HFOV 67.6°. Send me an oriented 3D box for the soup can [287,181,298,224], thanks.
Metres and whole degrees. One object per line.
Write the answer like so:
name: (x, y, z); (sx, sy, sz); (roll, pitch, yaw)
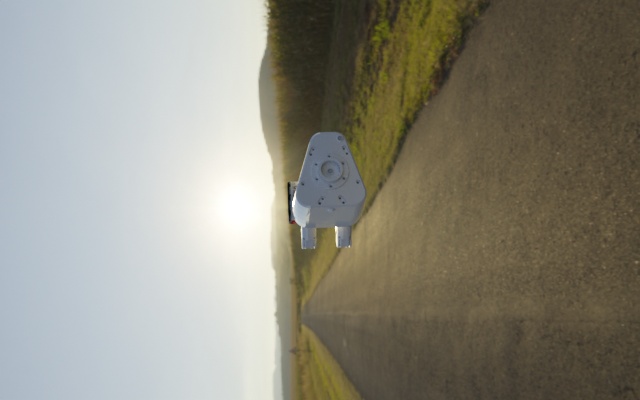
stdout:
soup can: (0.000, 0.002, 0.748); (0.102, 0.068, 0.068); (-2, 0, -3)
